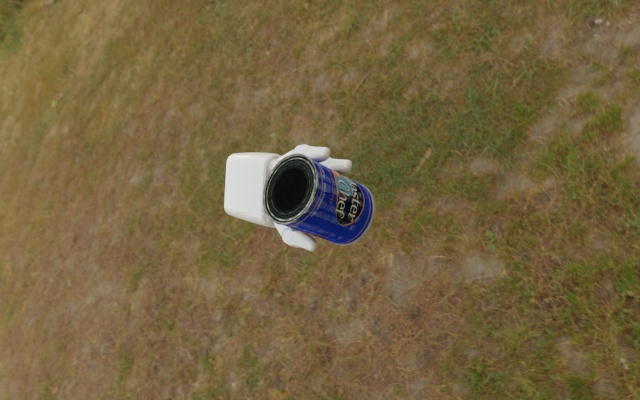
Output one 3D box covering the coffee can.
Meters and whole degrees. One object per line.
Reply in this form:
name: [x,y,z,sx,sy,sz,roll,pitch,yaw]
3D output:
coffee can: [0.000,0.002,0.703,0.103,0.102,0.140,0,-16,41]
